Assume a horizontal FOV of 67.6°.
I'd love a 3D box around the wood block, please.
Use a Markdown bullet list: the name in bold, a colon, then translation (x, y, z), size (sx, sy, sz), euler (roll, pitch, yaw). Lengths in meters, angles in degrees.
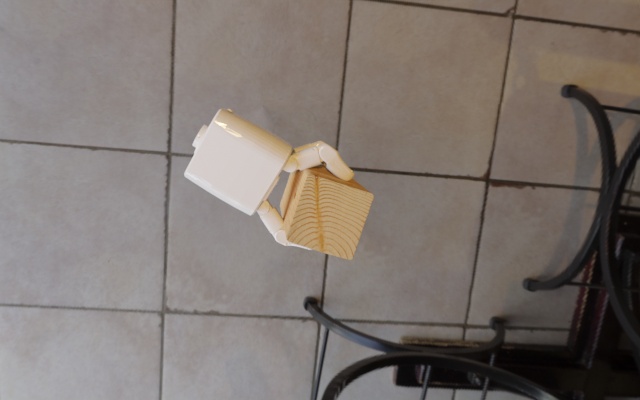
- **wood block**: translation (0.000, 0.002, 0.685), size (0.090, 0.091, 0.206), euler (17, 9, -10)
